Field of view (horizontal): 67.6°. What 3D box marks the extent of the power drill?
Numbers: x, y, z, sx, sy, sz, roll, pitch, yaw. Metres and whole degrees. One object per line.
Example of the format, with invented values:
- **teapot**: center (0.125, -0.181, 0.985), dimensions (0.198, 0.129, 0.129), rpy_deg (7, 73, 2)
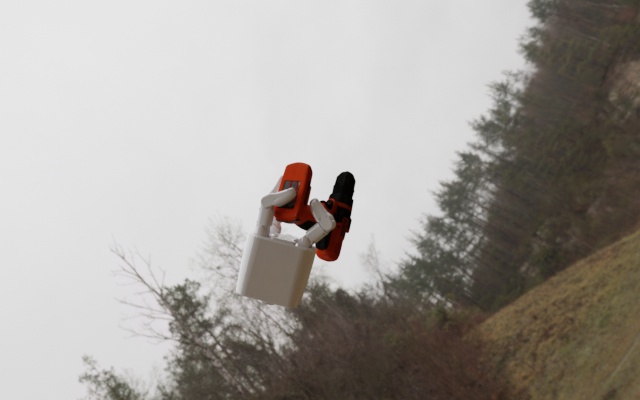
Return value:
- **power drill**: center (0.000, 0.003, 0.873), dimensions (0.057, 0.184, 0.188), rpy_deg (0, -22, 34)
